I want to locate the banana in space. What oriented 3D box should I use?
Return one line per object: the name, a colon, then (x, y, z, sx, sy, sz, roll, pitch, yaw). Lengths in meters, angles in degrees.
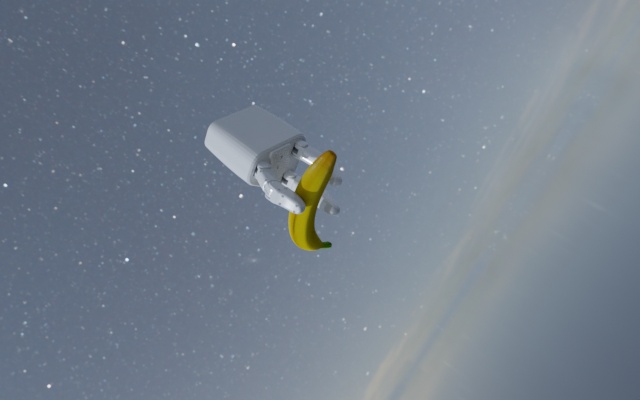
banana: (-0.014, 0.013, 0.678, 0.069, 0.198, 0.037, -31, 56, -28)
